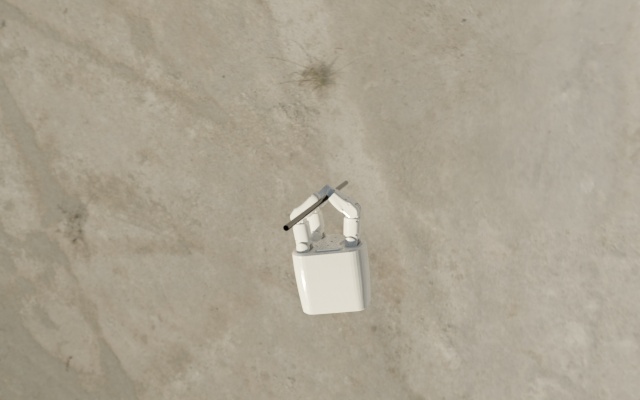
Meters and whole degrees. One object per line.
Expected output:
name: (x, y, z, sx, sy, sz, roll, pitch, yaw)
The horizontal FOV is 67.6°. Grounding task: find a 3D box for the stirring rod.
stirring rod: (0.000, 0.002, 0.713, 0.011, 0.011, 0.239, 0, 16, 22)
